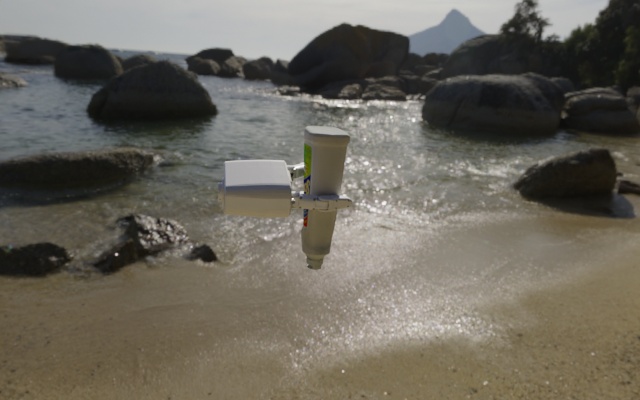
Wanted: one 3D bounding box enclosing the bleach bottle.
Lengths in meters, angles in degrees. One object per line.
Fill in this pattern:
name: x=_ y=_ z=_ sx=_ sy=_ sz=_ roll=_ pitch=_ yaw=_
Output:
bleach bottle: x=0.000 y=0.003 z=0.826 sx=0.068 sy=0.251 sz=0.102 roll=0 pitch=17 yaw=-13
